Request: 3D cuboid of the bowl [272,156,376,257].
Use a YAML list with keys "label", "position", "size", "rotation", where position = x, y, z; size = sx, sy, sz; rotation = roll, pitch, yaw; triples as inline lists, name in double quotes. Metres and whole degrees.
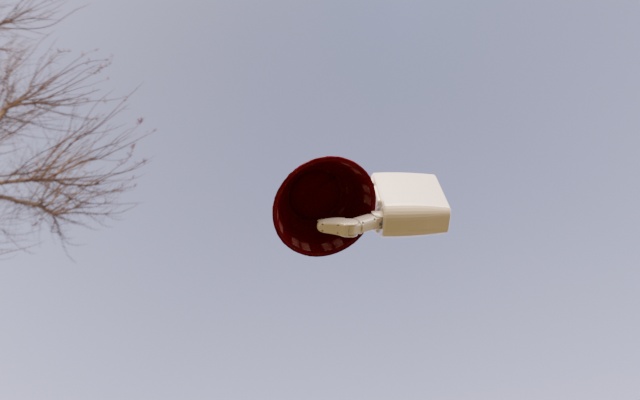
- label: "bowl"
  position: [-0.001, 0.002, 0.723]
  size: [0.162, 0.162, 0.055]
  rotation: [0, 23, -20]
